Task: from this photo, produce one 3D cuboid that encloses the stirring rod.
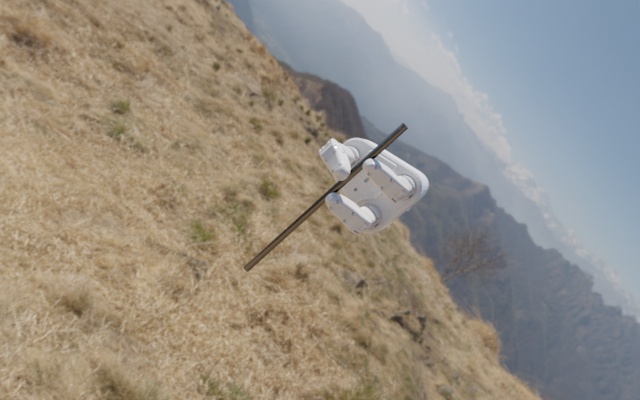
[{"bbox_3d":[0.000,0.002,0.515,0.239,0.011,0.011,-42,-15,17],"label":"stirring rod"}]
